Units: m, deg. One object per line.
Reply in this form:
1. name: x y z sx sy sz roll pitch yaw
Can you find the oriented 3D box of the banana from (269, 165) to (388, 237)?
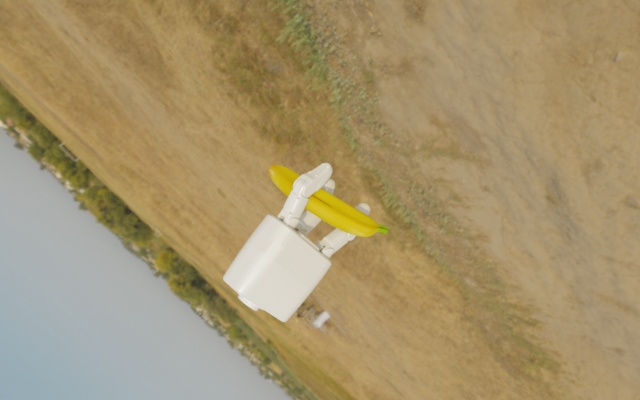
1. banana: -0.001 0.002 0.663 0.198 0.037 0.069 31 2 14
